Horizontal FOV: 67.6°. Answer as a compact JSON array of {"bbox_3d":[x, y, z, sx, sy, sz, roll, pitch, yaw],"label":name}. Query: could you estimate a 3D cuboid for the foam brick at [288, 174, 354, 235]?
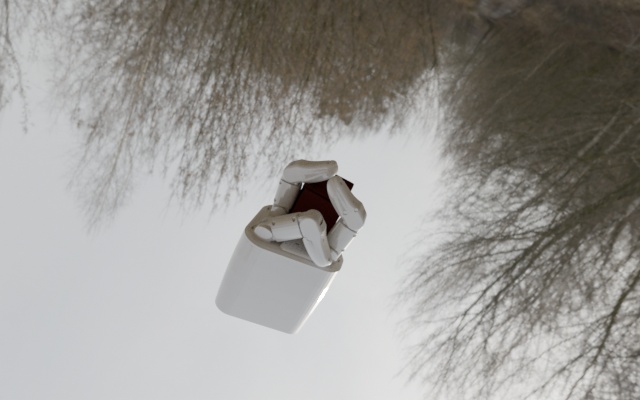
[{"bbox_3d":[0.000,0.002,0.553,0.053,0.051,0.078,28,25,1],"label":"foam brick"}]
